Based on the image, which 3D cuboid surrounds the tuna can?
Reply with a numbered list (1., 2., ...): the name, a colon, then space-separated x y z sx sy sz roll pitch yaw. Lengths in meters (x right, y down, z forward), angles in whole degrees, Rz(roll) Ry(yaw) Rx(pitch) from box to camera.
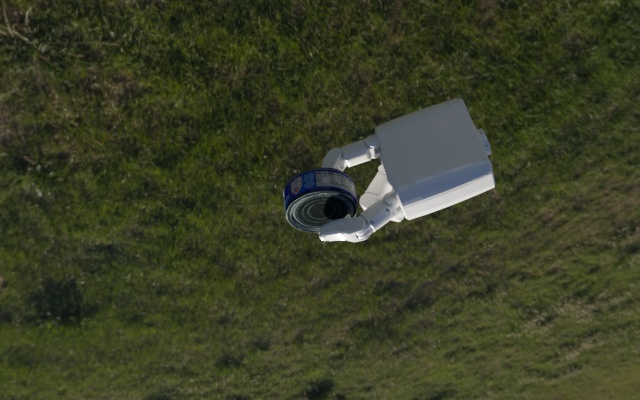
1. tuna can: 0.000 0.002 0.556 0.086 0.033 0.086 -4 -37 -3
